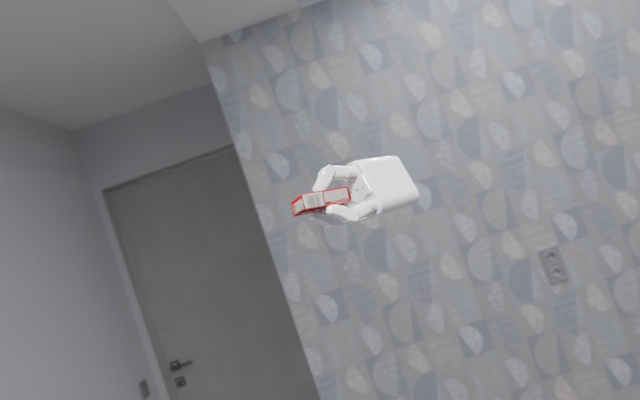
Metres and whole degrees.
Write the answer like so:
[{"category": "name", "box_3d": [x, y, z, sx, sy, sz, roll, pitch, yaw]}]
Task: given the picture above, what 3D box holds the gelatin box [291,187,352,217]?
[{"category": "gelatin box", "box_3d": [0.000, 0.002, 0.843, 0.089, 0.030, 0.073, -10, -8, -21]}]
